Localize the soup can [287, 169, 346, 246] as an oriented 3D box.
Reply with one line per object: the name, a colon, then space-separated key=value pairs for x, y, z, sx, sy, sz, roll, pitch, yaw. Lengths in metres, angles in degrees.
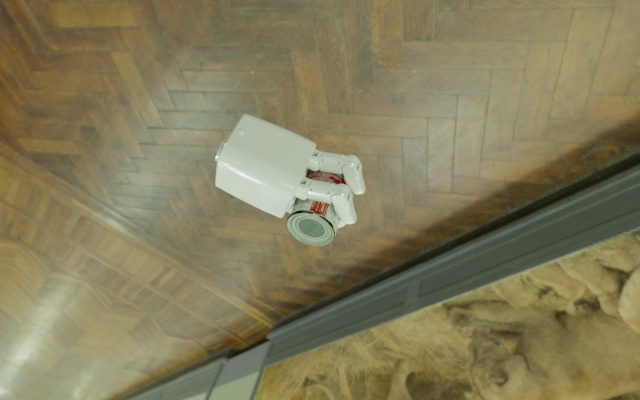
soup can: x=0.000 y=0.003 z=0.650 sx=0.068 sy=0.102 sz=0.069 roll=12 pitch=-41 yaw=10
